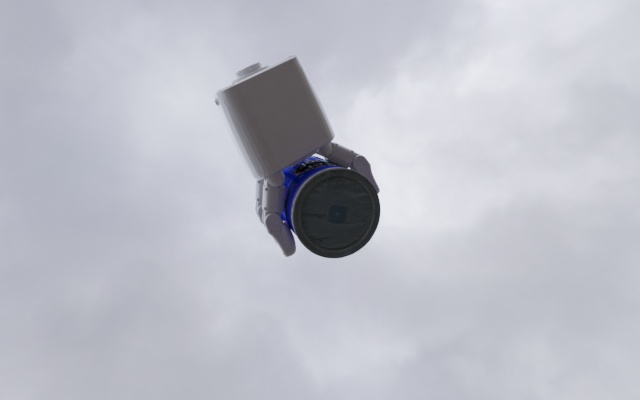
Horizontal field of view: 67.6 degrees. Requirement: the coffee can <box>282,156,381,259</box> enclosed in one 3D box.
[{"bbox_3d":[0.000,0.002,0.591,0.103,0.103,0.140,0,11,-16],"label":"coffee can"}]
